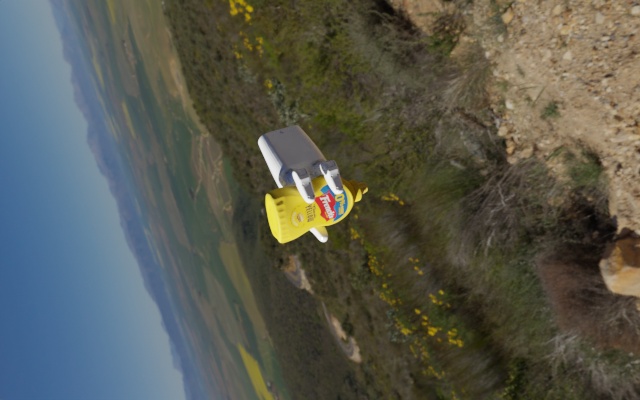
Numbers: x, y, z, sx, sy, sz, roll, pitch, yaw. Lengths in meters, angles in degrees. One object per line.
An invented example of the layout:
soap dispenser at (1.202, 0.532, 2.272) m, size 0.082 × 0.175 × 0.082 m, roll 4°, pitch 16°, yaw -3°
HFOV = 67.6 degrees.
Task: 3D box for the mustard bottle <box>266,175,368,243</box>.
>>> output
mustard bottle at (0.000, 0.003, 0.864) m, size 0.191 × 0.096 × 0.058 m, roll -19°, pitch 30°, yaw -21°
